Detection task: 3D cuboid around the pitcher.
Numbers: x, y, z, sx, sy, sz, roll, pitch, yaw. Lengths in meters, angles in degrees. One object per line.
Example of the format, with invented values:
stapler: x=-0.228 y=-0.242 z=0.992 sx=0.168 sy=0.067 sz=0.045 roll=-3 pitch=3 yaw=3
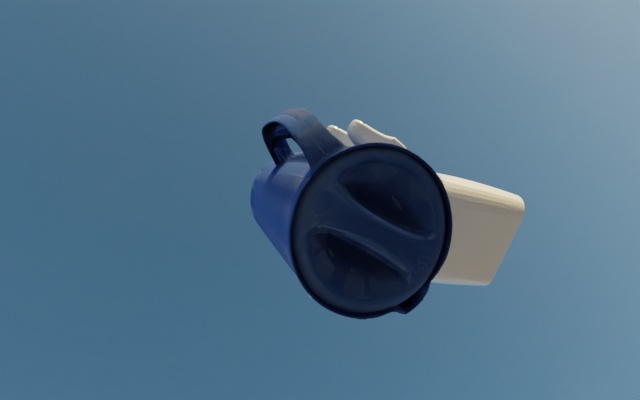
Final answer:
pitcher: x=0.000 y=0.002 z=0.458 sx=0.145 sy=0.149 sz=0.243 roll=9 pitch=4 yaw=-20
